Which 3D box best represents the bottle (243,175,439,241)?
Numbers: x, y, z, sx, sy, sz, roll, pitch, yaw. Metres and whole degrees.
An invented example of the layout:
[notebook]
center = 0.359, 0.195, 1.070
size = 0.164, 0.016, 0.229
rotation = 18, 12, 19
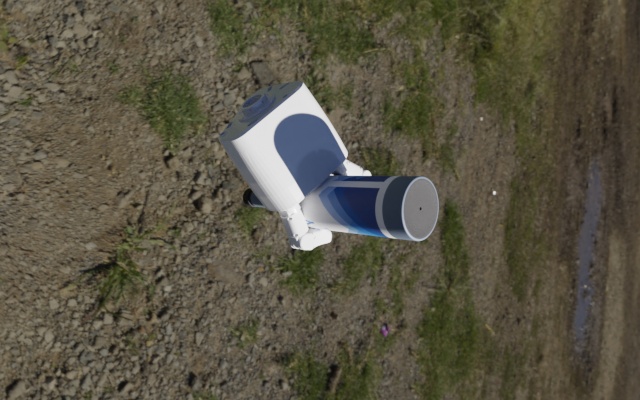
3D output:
[bottle]
center = 0.000, 0.002, 0.591
size = 0.069, 0.069, 0.295
rotation = 0, 2, -44
